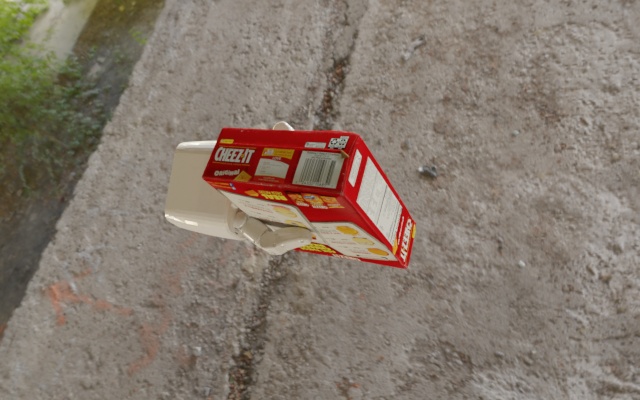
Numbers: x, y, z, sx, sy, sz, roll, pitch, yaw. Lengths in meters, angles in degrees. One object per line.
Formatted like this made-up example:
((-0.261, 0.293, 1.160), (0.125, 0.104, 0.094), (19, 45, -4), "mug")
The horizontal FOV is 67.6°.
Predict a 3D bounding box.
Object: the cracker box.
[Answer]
((0.000, 0.002, 0.538), (0.164, 0.072, 0.214), (6, -22, 29), "cracker box")
